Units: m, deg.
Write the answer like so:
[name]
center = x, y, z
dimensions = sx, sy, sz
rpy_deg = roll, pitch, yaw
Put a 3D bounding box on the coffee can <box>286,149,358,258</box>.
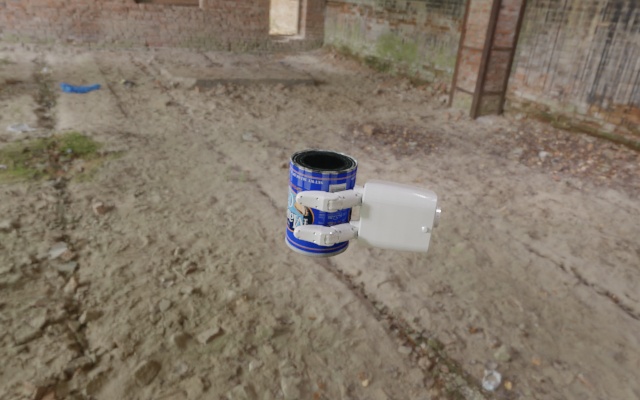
[coffee can]
center = 0.000, 0.003, 0.742
dimensions = 0.103, 0.140, 0.102
rpy_deg = 4, 24, -2
